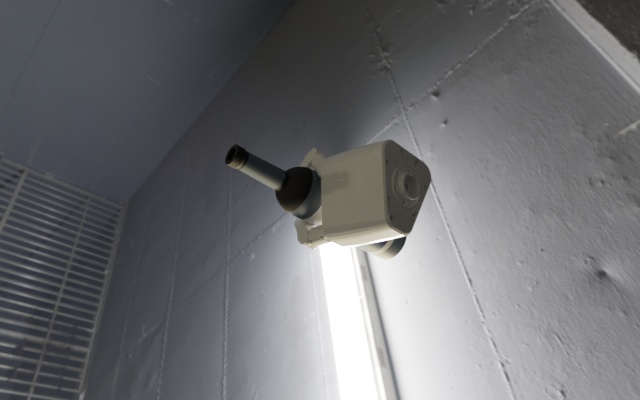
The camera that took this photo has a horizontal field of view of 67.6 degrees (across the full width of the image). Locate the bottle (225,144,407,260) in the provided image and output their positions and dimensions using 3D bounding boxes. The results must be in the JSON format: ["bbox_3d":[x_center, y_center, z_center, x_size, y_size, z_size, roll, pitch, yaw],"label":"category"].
[{"bbox_3d":[0.000,0.002,0.658,0.296,0.069,0.069,28,-17,-34],"label":"bottle"}]
